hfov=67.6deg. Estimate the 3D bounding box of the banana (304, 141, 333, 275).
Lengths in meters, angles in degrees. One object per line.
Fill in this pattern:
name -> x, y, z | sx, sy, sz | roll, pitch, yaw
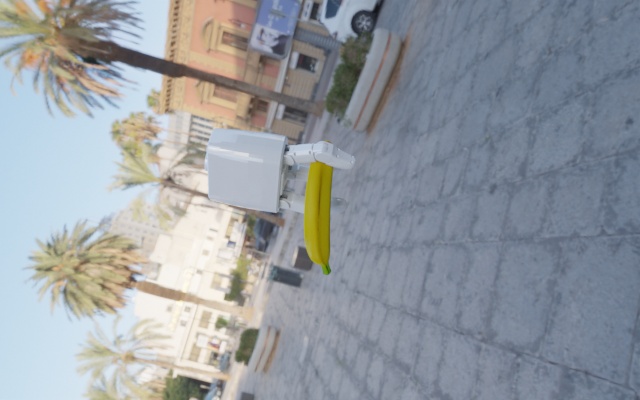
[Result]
banana -> -0.002, 0.002, 0.666 | 0.037, 0.197, 0.070 | 1, -12, 6
